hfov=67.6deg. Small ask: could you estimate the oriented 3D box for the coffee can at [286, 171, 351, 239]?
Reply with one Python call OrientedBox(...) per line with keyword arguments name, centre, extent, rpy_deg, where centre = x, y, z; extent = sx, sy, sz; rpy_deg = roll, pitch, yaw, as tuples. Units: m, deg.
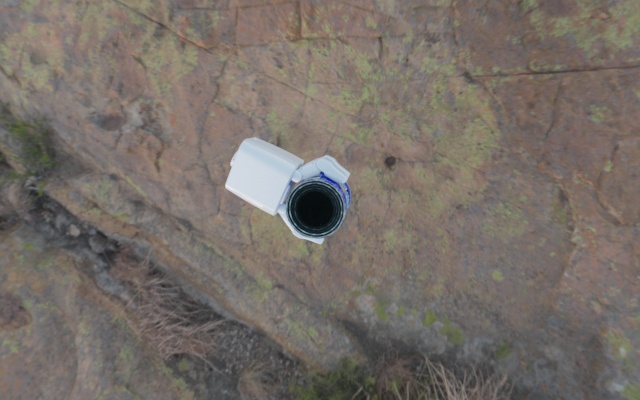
OrientedBox(name="coffee can", centre=(0.000, 0.003, 0.869), extent=(0.103, 0.103, 0.140), rpy_deg=(0, 10, 7))
